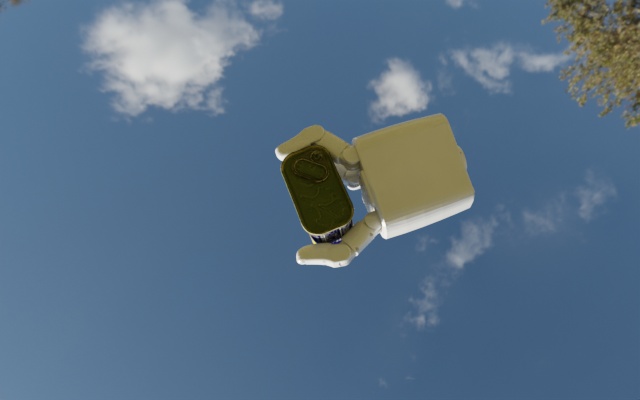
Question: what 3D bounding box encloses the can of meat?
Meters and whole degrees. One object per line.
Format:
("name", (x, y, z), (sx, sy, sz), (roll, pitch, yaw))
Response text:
("can of meat", (0.000, 0.002, 0.544), (0.057, 0.102, 0.084), (-22, -22, -2))
